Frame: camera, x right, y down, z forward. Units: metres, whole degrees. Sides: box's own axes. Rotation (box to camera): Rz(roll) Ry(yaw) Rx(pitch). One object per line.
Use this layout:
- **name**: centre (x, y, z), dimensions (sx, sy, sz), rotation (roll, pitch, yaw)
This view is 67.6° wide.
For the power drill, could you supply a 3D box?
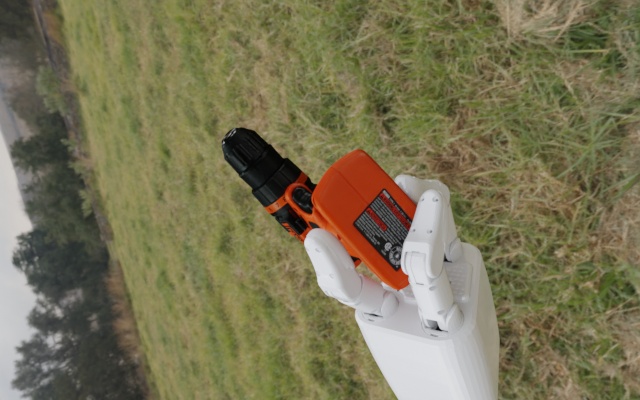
- **power drill**: centre (0.000, 0.002, 0.407), dimensions (0.184, 0.057, 0.187), rotation (44, -12, -17)
